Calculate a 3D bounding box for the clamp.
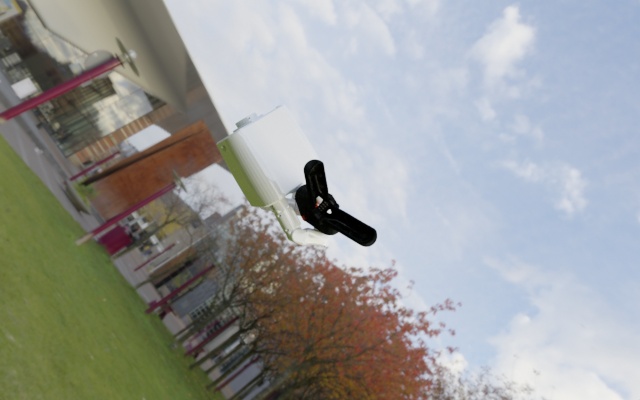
[{"bbox_3d":[0.001,0.002,0.609,0.039,0.120,0.171,-34,13,-19],"label":"clamp"}]
